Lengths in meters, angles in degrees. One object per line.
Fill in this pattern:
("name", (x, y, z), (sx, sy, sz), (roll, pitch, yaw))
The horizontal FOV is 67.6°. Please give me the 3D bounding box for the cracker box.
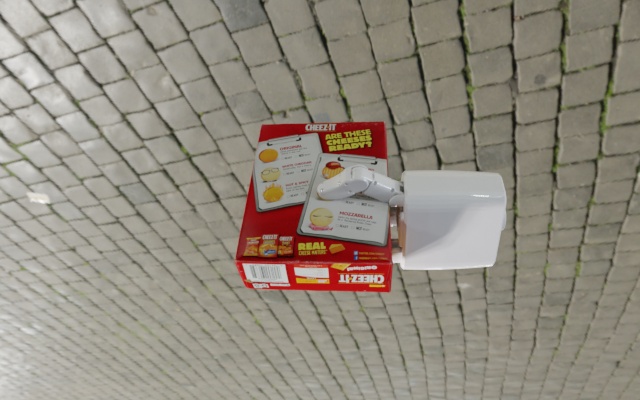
("cracker box", (0.000, 0.002, 0.571), (0.164, 0.213, 0.072), (0, -40, 5))
